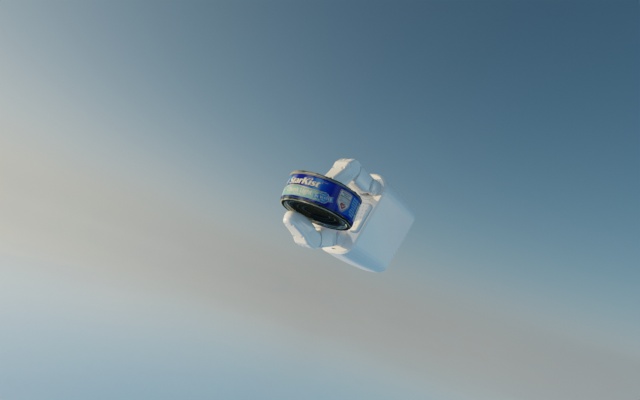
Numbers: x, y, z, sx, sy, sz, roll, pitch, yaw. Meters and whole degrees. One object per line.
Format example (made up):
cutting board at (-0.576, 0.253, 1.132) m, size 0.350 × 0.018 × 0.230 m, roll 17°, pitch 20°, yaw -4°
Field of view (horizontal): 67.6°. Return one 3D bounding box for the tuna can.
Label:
tuna can at (0.000, 0.002, 0.524) m, size 0.086 × 0.033 × 0.086 m, roll 20°, pitch -15°, yaw 6°
